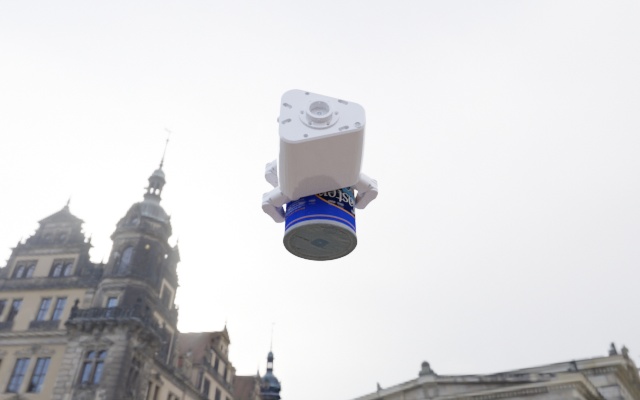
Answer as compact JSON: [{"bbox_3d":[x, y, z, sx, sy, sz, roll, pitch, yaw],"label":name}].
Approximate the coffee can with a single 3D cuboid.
[{"bbox_3d":[0.000,0.002,0.690,0.103,0.140,0.103,0,-35,0],"label":"coffee can"}]
